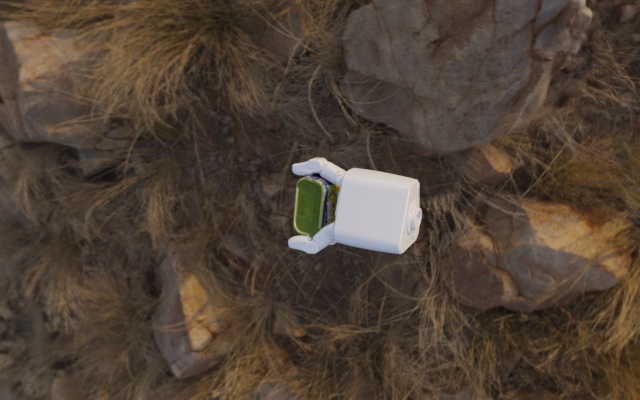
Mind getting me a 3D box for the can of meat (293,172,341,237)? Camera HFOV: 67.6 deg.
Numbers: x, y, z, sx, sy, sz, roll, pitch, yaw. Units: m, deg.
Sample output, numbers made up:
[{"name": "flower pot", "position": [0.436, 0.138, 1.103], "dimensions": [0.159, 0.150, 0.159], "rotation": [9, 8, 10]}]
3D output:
[{"name": "can of meat", "position": [0.000, 0.003, 0.787], "dimensions": [0.057, 0.102, 0.084], "rotation": [14, 21, 25]}]
